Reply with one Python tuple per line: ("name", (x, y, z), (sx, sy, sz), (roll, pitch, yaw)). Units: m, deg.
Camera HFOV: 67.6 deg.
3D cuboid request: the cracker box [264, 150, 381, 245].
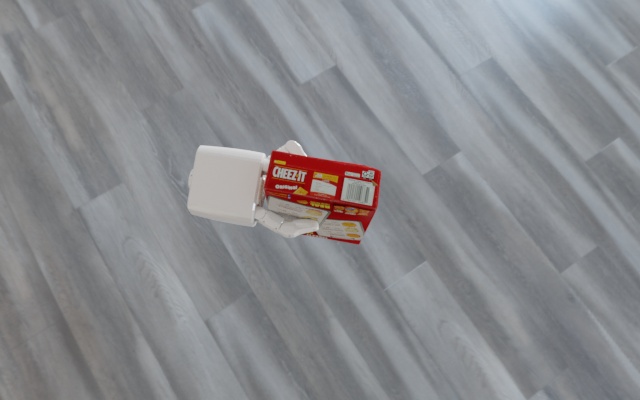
("cracker box", (0.000, 0.003, 0.773), (0.164, 0.072, 0.214), (10, -19, 1))
